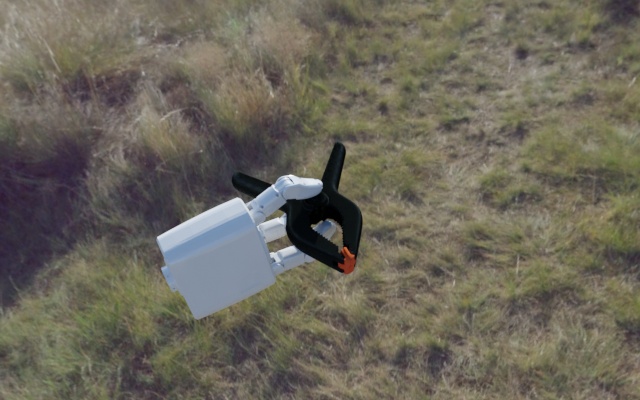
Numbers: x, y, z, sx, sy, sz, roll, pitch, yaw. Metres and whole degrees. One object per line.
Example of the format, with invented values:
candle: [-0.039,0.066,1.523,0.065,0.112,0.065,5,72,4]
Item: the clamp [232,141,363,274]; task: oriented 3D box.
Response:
clamp: [0.000,0.002,0.604,0.164,0.036,0.210,-25,49,-18]
